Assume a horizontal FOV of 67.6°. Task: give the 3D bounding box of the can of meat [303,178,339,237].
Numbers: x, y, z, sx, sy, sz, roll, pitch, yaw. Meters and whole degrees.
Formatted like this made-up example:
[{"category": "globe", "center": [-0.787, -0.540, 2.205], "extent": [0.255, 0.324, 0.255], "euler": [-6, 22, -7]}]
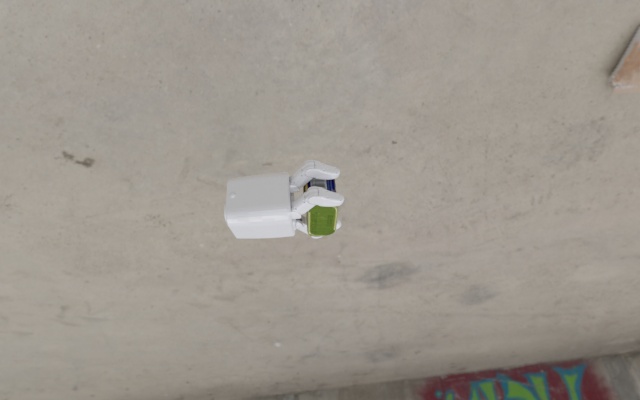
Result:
[{"category": "can of meat", "center": [0.000, 0.003, 0.830], "extent": [0.057, 0.084, 0.102], "euler": [-2, -36, -4]}]
